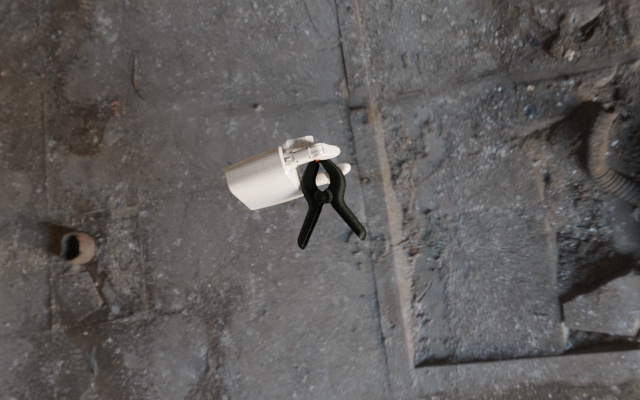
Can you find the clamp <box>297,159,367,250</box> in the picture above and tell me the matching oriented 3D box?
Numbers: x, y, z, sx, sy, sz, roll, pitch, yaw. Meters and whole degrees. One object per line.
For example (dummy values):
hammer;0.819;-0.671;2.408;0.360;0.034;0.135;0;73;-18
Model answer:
clamp;0.000;0.002;0.824;0.120;0.171;0.039;-18;-10;7
